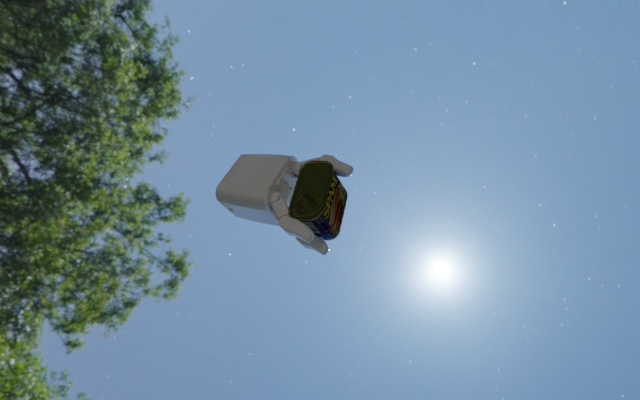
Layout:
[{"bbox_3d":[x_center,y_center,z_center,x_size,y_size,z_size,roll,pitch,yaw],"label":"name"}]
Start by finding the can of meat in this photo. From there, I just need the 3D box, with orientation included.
[{"bbox_3d":[0.000,0.003,0.748,0.057,0.102,0.084,3,-26,25],"label":"can of meat"}]
